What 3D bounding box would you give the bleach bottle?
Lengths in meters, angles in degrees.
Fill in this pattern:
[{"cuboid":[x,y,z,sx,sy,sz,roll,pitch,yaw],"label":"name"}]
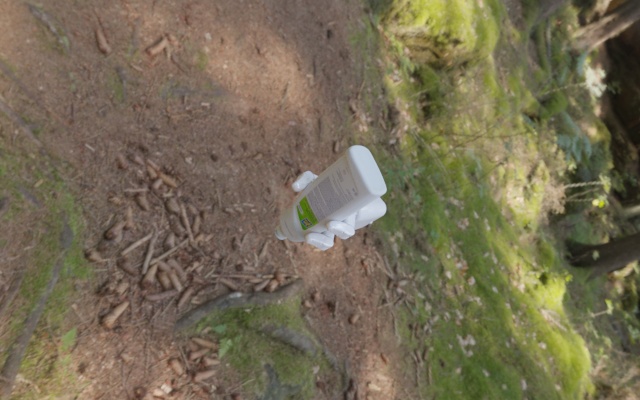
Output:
[{"cuboid":[0.000,0.003,0.896,0.251,0.102,0.068,-33,-16,35],"label":"bleach bottle"}]
